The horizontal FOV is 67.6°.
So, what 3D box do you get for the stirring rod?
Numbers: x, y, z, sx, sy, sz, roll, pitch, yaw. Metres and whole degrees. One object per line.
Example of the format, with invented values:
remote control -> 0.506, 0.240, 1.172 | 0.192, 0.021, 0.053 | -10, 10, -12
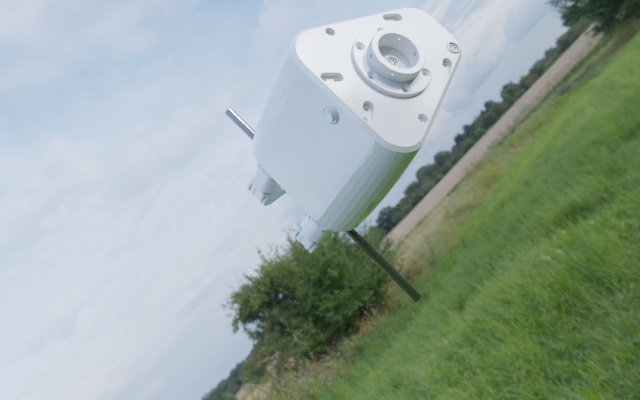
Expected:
stirring rod -> 0.000, 0.001, 0.427 | 0.239, 0.011, 0.011 | 45, 6, 6
